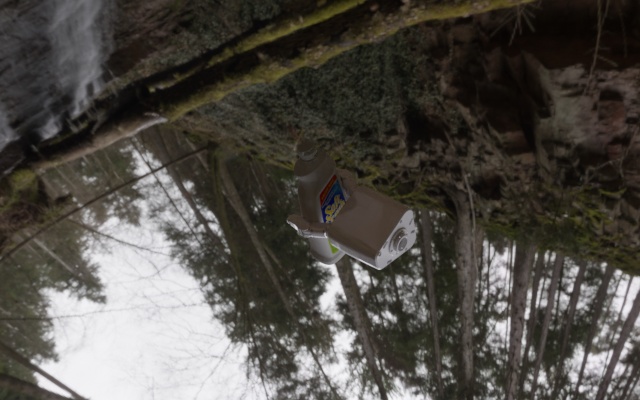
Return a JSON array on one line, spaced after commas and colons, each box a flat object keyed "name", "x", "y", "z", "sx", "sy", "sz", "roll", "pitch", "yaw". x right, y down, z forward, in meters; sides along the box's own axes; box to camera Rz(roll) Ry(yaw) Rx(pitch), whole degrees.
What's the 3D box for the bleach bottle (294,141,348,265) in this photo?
[{"name": "bleach bottle", "x": 0.000, "y": 0.003, "z": 0.865, "sx": 0.068, "sy": 0.251, "sz": 0.102, "roll": 28, "pitch": 60, "yaw": 38}]
